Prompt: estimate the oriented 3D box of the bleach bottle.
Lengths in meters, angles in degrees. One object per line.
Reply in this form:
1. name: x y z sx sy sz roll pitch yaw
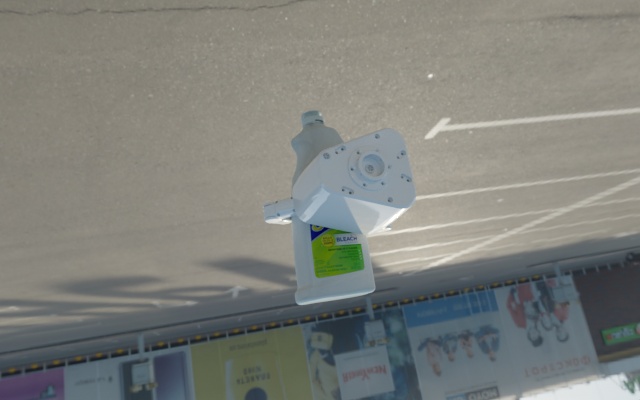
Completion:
1. bleach bottle: 0.000 0.002 0.624 0.102 0.250 0.068 -5 -15 -17
